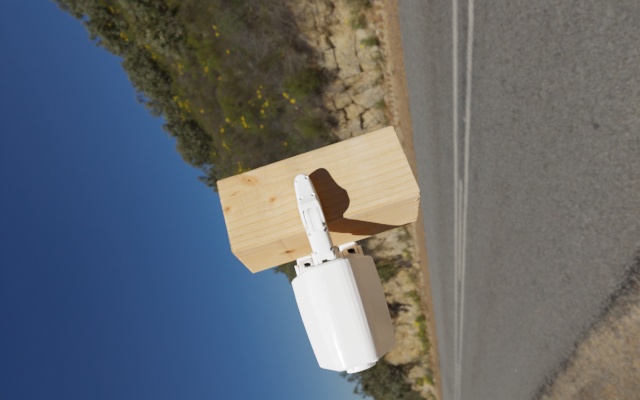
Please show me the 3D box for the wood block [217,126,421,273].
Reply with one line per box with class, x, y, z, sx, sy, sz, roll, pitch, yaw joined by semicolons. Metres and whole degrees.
wood block;0.000;0.002;0.550;0.206;0.090;0.091;-18;-25;0
